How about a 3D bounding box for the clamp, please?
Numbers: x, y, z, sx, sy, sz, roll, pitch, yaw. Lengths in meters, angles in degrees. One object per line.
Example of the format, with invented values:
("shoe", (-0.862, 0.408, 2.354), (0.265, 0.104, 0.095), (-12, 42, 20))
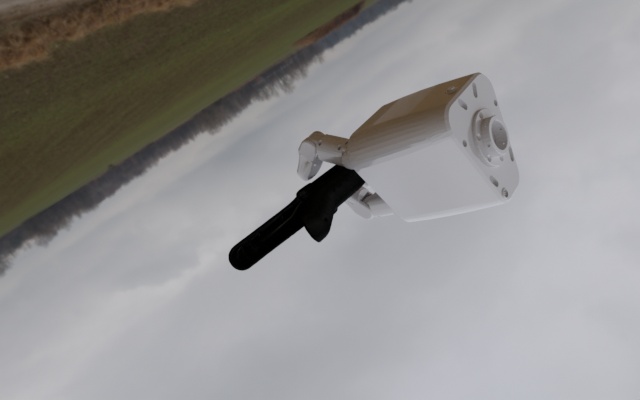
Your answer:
("clamp", (0.000, 0.002, 0.445), (0.120, 0.039, 0.171), (-13, 25, 48))
